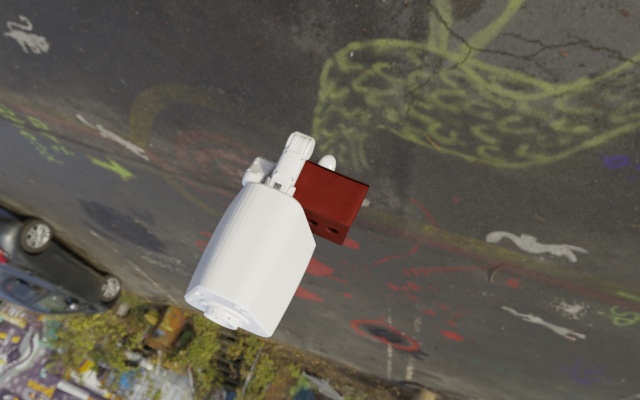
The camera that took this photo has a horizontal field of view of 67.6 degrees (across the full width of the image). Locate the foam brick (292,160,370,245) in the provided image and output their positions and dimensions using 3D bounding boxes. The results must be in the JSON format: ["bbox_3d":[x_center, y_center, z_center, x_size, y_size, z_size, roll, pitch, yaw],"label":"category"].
[{"bbox_3d":[0.000,0.002,0.477,0.078,0.051,0.053,23,-27,3],"label":"foam brick"}]
